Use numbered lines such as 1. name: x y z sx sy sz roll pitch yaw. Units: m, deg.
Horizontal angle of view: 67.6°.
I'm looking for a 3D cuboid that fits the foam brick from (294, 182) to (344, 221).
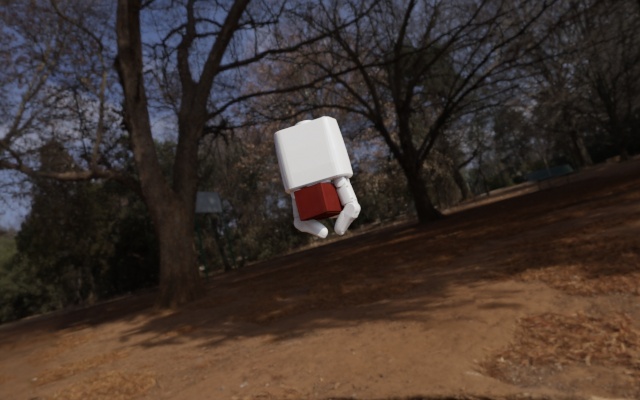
1. foam brick: 0.000 0.003 0.794 0.053 0.051 0.078 -17 -8 25
